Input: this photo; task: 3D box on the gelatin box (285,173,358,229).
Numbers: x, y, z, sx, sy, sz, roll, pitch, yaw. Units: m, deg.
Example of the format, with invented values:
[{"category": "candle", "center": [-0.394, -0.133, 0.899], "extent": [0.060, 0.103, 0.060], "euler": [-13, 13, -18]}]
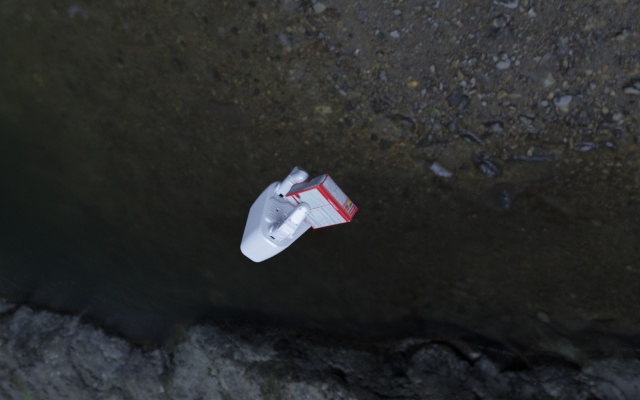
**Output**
[{"category": "gelatin box", "center": [0.000, 0.003, 0.703], "extent": [0.089, 0.073, 0.030], "euler": [-15, 33, 51]}]
